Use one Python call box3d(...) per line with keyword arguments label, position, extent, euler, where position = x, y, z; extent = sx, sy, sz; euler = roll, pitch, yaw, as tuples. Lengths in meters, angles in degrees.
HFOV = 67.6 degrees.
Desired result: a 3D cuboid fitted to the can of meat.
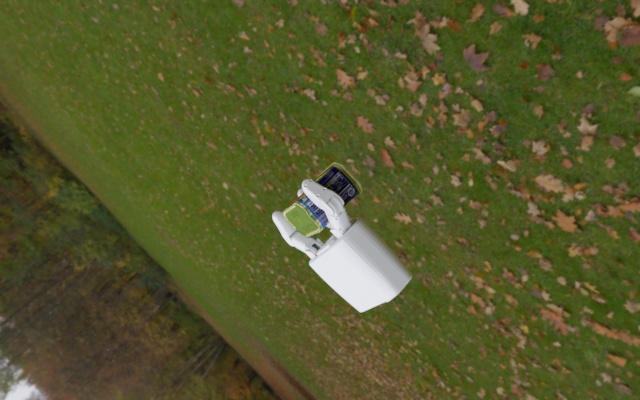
box3d(label="can of meat", position=(0.000, 0.002, 0.669), extent=(0.084, 0.057, 0.102), euler=(-45, 4, -20))
